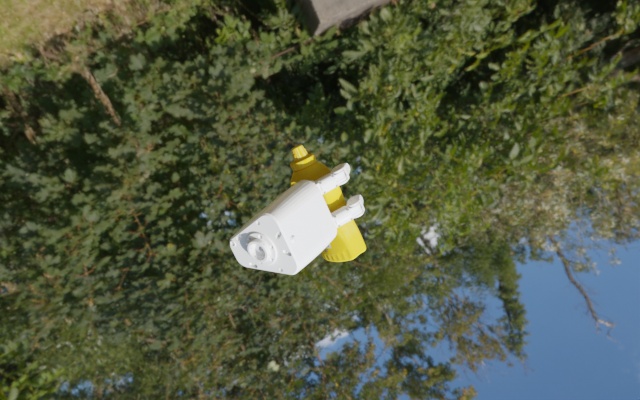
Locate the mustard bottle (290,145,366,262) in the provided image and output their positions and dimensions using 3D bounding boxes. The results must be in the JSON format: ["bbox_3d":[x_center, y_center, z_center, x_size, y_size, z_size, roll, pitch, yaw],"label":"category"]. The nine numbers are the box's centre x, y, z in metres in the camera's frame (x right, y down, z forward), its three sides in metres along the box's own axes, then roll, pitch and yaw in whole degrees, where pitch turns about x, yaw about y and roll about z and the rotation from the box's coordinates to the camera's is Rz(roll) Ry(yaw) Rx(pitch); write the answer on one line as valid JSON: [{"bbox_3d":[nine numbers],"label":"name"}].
[{"bbox_3d":[0.000,0.003,0.758,0.058,0.192,0.096,-32,15,-27],"label":"mustard bottle"}]
